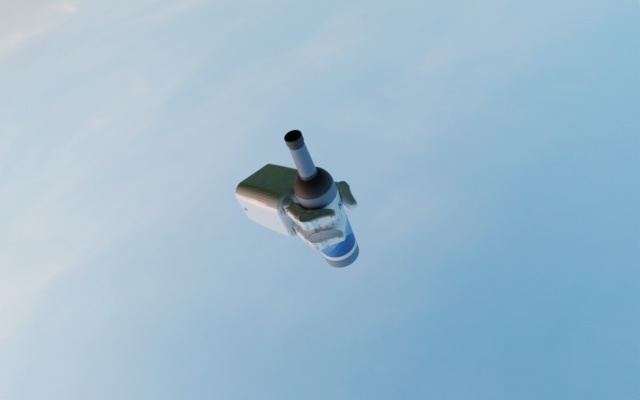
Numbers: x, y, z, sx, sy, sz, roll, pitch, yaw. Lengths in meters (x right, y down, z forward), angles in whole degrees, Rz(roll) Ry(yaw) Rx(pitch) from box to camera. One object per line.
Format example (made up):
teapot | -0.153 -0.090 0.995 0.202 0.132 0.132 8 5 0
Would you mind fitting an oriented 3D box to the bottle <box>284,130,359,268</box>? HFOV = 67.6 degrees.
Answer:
bottle | 0.000 0.003 0.791 0.069 0.069 0.296 0 -41 21
